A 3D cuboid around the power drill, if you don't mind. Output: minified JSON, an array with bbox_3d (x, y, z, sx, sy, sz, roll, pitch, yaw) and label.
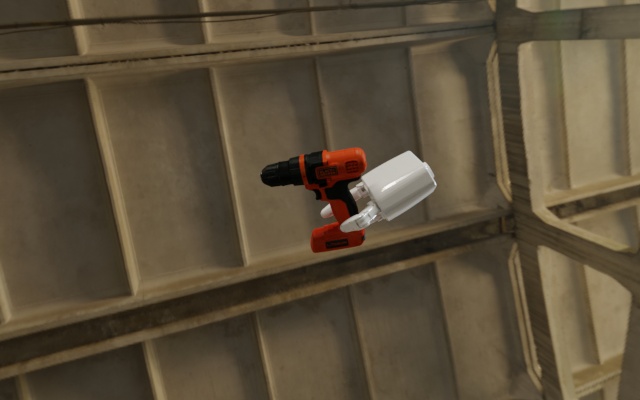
[{"bbox_3d":[0.000,0.003,0.852,0.184,0.188,0.057,-9,31,8],"label":"power drill"}]
